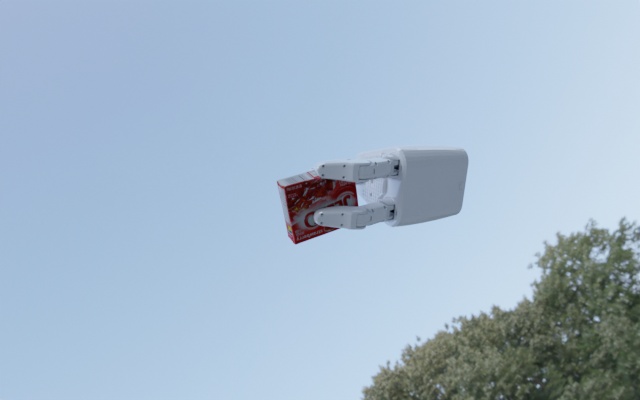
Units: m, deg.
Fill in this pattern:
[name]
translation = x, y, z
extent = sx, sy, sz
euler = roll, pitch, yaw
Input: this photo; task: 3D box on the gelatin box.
[gelatin box]
translation = 0.000, 0.002, 0.556
extent = 0.089, 0.073, 0.030
euler = -17, 25, -18
